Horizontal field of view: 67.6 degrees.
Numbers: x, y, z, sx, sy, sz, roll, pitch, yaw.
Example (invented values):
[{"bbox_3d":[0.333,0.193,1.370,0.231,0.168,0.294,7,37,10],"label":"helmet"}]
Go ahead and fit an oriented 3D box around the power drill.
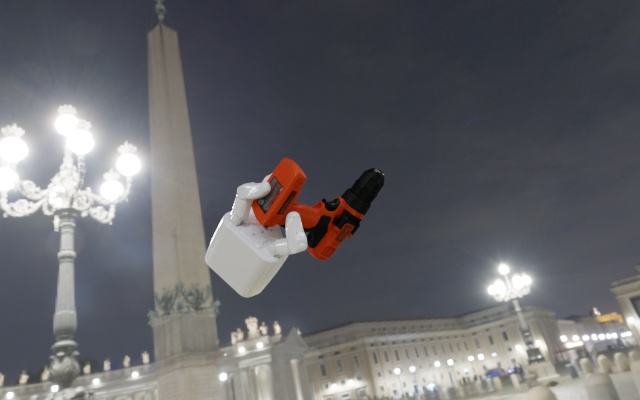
[{"bbox_3d":[0.000,0.003,0.759,0.188,0.184,0.057,26,15,-42],"label":"power drill"}]
